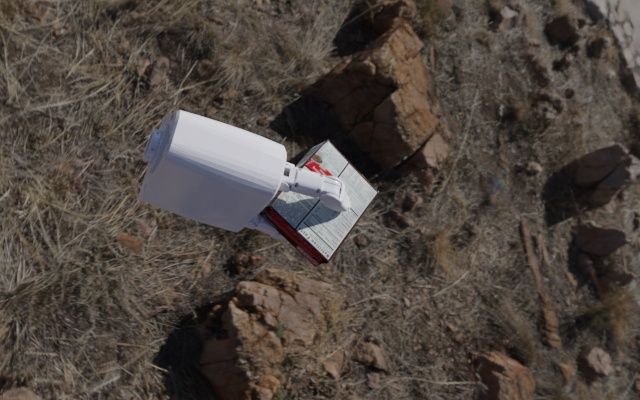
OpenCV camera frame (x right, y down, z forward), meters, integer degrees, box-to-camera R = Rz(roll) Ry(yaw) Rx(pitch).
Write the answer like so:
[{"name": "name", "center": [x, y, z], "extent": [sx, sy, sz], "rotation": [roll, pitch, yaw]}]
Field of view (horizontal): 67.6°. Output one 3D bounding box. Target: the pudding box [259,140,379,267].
[{"name": "pudding box", "center": [0.000, 0.002, 0.526], "extent": [0.113, 0.090, 0.039], "rotation": [-51, 14, -27]}]
